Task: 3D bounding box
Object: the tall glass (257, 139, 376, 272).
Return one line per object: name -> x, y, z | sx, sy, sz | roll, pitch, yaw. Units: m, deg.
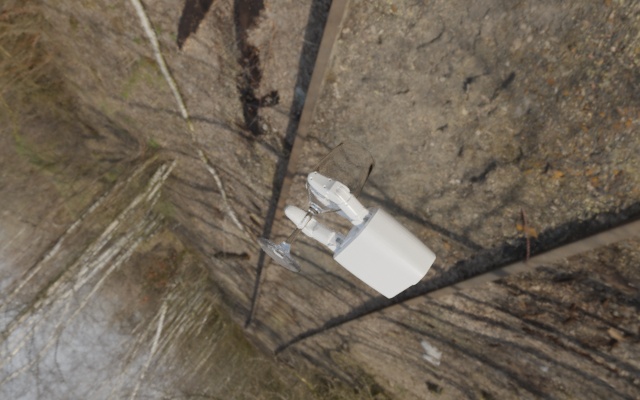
tall glass -> 0.000, 0.003, 0.686 | 0.079, 0.201, 0.079 | 33, -21, 14
